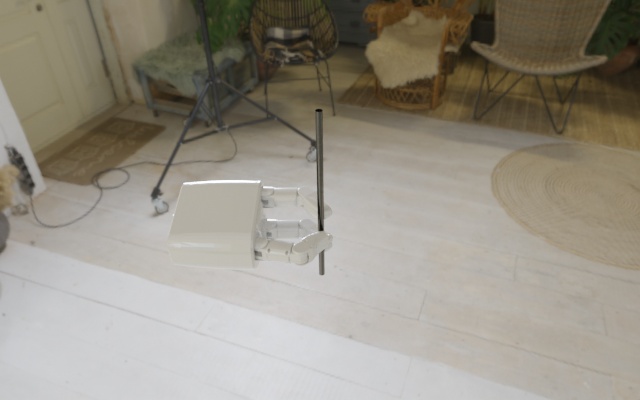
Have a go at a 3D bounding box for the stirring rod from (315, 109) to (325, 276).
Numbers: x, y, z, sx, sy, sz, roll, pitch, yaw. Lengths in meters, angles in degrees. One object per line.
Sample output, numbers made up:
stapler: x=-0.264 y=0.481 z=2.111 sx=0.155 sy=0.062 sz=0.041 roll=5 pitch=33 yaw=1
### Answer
stirring rod: x=0.000 y=0.002 z=0.575 sx=0.011 sy=0.240 sz=0.011 roll=-1 pitch=36 yaw=0
